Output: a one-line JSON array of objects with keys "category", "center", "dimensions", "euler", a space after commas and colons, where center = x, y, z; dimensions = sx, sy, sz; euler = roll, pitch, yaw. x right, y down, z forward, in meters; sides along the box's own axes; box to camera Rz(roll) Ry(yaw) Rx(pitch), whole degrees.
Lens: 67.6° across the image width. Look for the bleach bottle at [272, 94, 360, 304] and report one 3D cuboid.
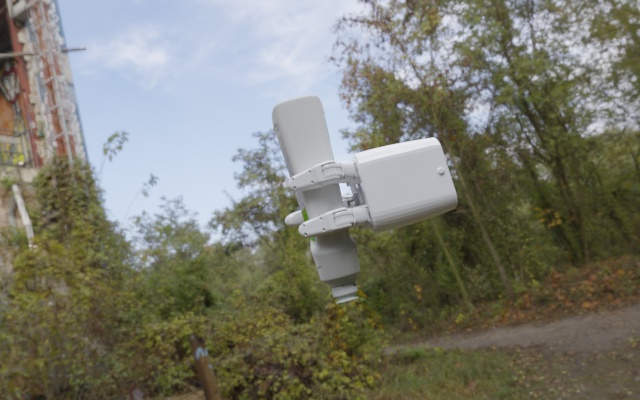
[{"category": "bleach bottle", "center": [0.000, 0.002, 0.600], "dimensions": [0.068, 0.251, 0.102], "euler": [-14, -9, -4]}]
